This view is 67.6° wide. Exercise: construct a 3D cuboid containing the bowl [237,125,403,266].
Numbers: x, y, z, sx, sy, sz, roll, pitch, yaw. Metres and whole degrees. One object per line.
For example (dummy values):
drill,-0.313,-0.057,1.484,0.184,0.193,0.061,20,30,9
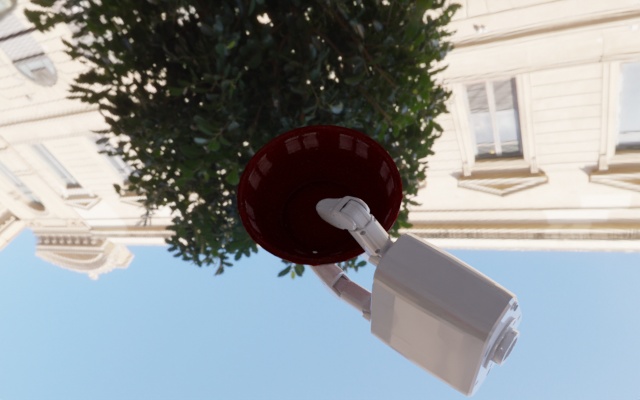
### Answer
bowl,-0.001,0.001,0.486,0.162,0.162,0.055,0,-31,4
